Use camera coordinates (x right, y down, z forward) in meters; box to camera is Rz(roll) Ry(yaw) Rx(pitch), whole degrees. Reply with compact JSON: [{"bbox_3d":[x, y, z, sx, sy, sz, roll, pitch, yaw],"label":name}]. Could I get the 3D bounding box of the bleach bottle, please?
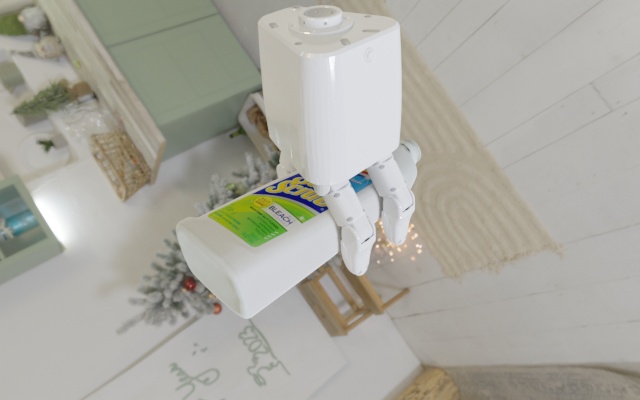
[{"bbox_3d":[0.000,0.002,0.452,0.250,0.068,0.102,-33,46,-31],"label":"bleach bottle"}]
